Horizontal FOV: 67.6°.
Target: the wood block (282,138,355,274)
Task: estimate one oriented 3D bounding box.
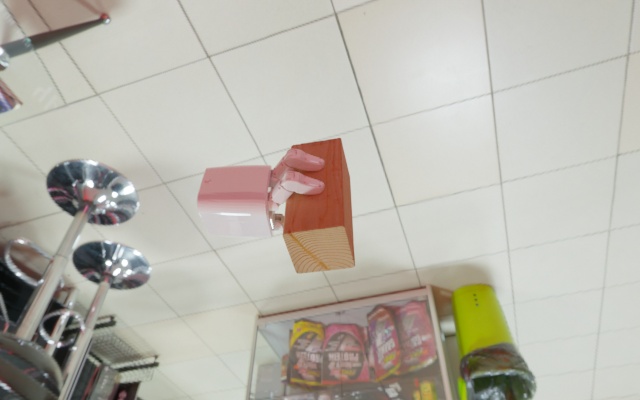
[{"bbox_3d":[0.000,0.003,0.747,0.090,0.091,0.206,-8,42,8],"label":"wood block"}]
